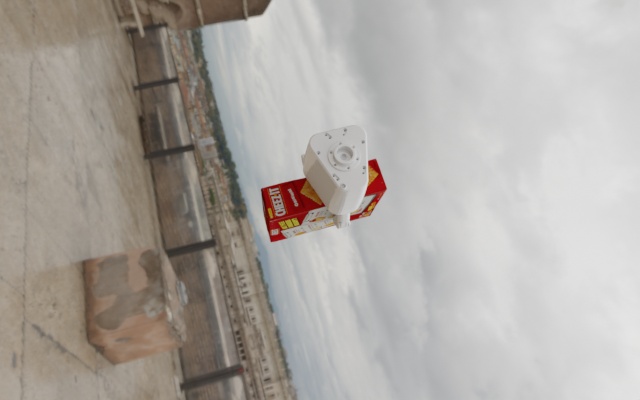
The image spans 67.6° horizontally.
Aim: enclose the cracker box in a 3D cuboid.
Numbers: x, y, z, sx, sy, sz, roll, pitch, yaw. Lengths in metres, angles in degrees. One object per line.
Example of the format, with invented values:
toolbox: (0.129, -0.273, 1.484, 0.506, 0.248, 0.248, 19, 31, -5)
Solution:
cracker box: (0.000, 0.003, 0.893, 0.213, 0.072, 0.164, -14, -16, -9)
